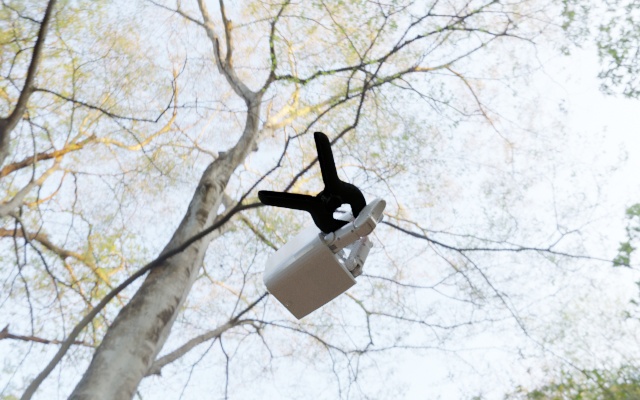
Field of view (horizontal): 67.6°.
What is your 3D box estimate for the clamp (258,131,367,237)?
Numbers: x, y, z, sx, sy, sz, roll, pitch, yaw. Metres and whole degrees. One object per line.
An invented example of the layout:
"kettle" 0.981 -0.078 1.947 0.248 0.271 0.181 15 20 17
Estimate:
"clamp" 0.000 0.002 0.652 0.120 0.171 0.039 -36 28 6
